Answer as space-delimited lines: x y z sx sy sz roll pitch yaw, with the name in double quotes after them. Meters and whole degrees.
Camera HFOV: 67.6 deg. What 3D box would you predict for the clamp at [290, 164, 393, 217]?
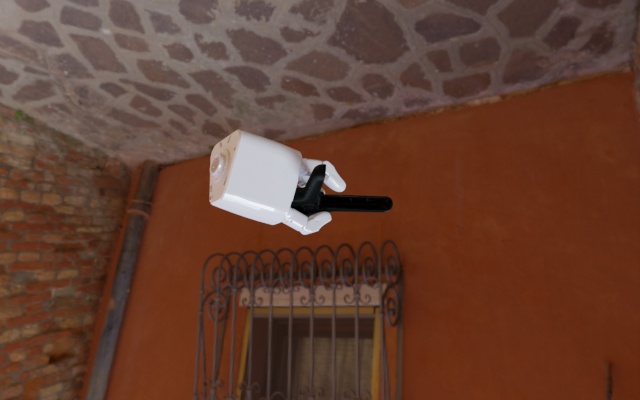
0.000 0.003 0.776 0.164 0.036 0.210 21 -26 -33 "clamp"
